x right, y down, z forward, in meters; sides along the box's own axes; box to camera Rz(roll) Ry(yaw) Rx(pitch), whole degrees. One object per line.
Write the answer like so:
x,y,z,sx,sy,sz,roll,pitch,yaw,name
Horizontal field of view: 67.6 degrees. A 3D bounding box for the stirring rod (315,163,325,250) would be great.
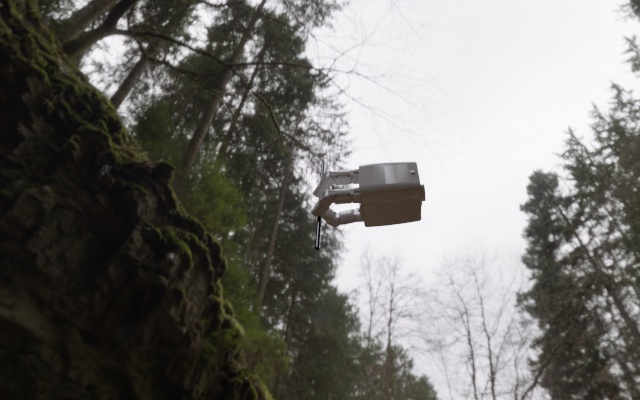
0.000,0.003,0.896,0.011,0.011,0.239,0,40,3,stirring rod
